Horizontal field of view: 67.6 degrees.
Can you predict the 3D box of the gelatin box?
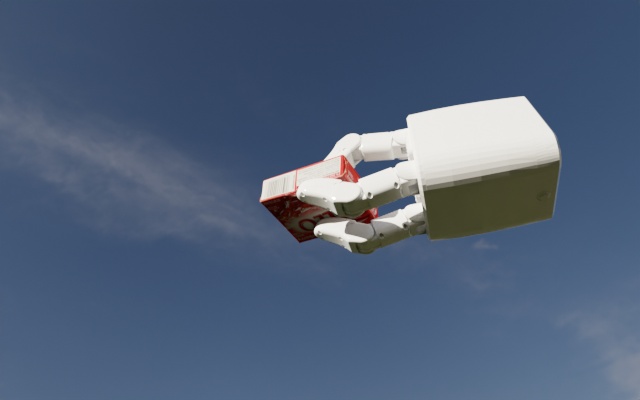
[{"bbox_3d":[0.000,0.001,0.450,0.089,0.030,0.073,-16,-44,24],"label":"gelatin box"}]
